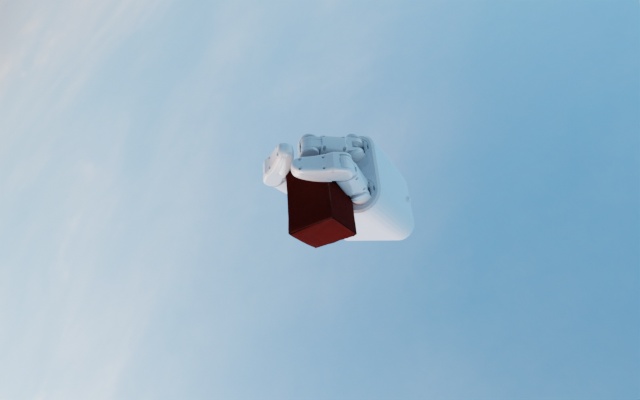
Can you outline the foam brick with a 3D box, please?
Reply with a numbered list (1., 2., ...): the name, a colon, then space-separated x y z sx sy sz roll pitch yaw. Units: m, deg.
1. foam brick: 0.000 0.002 0.493 0.053 0.078 0.051 -20 -33 25
